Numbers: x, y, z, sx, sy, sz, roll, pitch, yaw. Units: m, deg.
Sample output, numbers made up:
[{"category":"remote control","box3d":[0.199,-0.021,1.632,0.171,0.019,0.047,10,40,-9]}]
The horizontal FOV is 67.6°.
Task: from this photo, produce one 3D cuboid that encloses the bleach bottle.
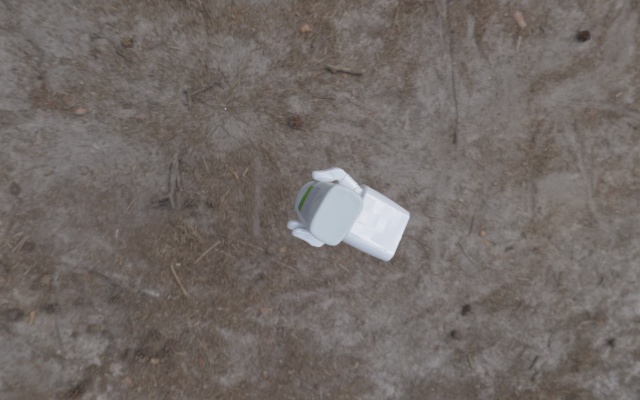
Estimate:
[{"category":"bleach bottle","box3d":[0.000,0.003,0.885,0.068,0.102,0.250,30,4,-16]}]
